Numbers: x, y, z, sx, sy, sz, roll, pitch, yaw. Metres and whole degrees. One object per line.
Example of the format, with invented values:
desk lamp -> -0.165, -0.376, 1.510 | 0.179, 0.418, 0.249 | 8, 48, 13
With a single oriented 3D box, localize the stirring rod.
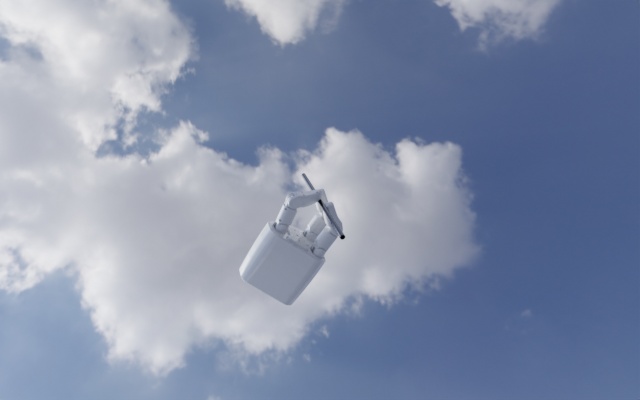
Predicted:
stirring rod -> 0.000, 0.003, 0.794 | 0.011, 0.011, 0.239 | 0, 25, -17
